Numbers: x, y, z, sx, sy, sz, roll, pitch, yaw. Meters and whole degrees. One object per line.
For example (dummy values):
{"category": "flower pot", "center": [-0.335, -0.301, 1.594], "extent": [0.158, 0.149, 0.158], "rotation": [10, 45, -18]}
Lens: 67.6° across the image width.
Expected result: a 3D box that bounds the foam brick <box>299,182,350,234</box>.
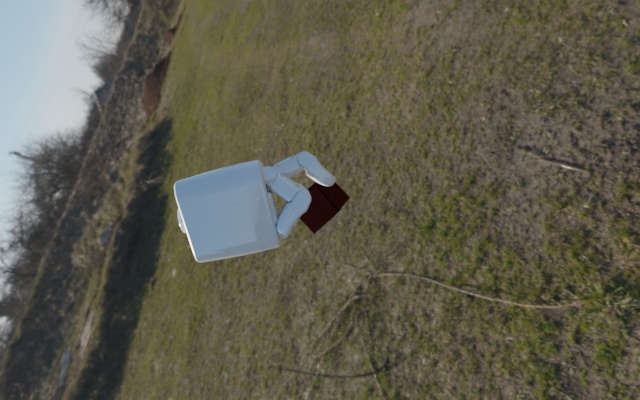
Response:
{"category": "foam brick", "center": [0.000, 0.002, 0.675], "extent": [0.051, 0.053, 0.078], "rotation": [-43, 0, 19]}
